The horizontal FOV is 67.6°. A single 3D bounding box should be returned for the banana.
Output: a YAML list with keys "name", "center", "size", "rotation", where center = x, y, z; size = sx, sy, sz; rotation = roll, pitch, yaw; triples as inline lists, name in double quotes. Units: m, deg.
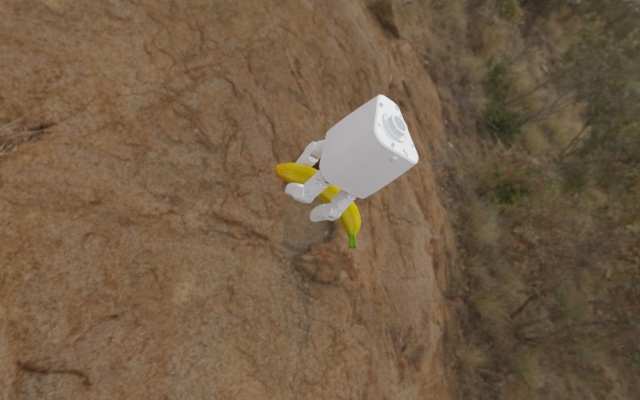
- name: "banana"
  center: [0.007, -0.007, 0.792]
  size: [0.037, 0.198, 0.069]
  rotation: [-30, 25, 38]
